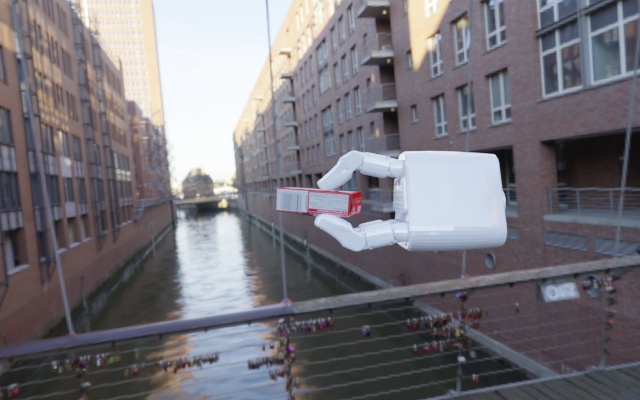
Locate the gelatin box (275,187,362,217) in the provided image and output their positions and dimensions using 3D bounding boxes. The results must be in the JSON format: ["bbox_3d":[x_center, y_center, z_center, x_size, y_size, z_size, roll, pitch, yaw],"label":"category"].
[{"bbox_3d":[0.000,0.001,0.563,0.089,0.030,0.073,5,2,13],"label":"gelatin box"}]
